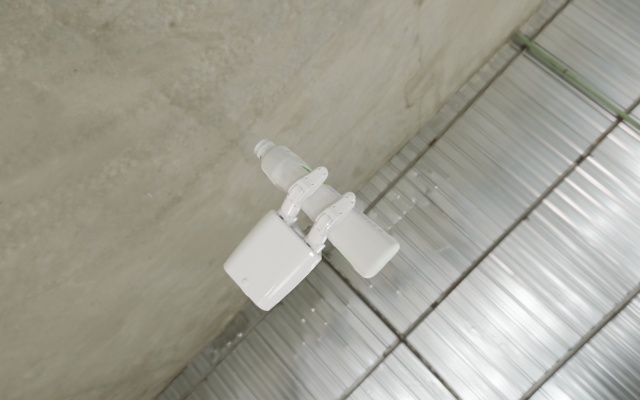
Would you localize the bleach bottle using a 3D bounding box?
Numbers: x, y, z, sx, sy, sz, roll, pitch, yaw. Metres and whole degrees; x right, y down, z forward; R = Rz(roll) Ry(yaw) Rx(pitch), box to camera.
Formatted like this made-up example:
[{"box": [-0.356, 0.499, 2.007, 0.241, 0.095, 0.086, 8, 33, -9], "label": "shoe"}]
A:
[{"box": [0.000, 0.002, 0.693, 0.250, 0.068, 0.102, 44, 3, 16], "label": "bleach bottle"}]
